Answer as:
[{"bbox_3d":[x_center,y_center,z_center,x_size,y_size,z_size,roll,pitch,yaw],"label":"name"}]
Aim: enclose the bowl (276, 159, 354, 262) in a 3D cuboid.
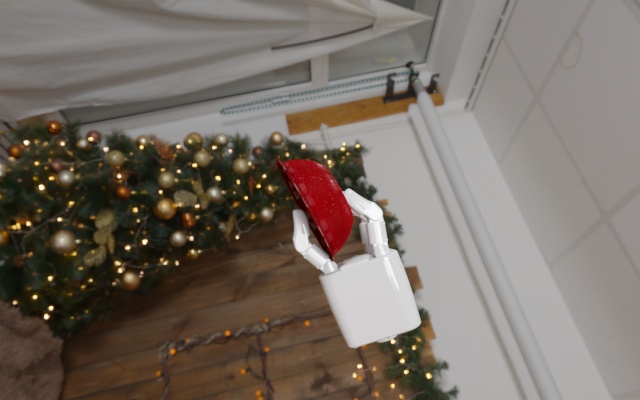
[{"bbox_3d":[0.000,0.001,0.664,0.055,0.162,0.162,-30,3,-6],"label":"bowl"}]
